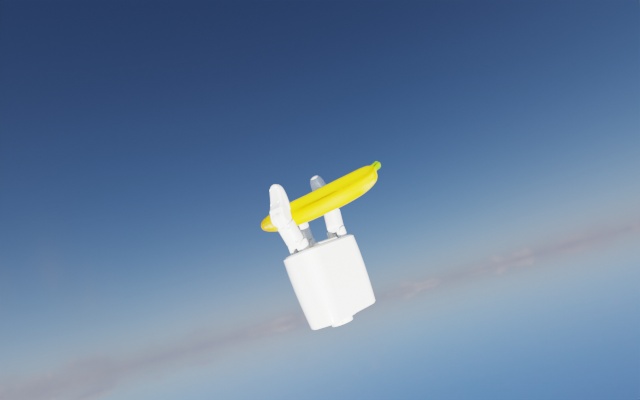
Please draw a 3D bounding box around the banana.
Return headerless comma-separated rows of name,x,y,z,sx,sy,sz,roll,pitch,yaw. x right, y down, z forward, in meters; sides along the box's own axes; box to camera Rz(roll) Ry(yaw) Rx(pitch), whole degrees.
banana,0.002,0.001,0.674,0.198,0.037,0.069,-26,-1,3
